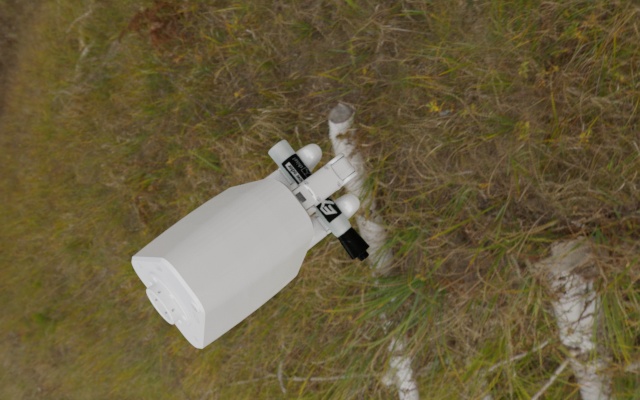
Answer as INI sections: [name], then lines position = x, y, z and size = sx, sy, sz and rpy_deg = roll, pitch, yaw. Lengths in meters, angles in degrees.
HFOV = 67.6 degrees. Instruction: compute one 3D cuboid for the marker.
[marker]
position = 0.000, 0.001, 0.403
size = 0.020, 0.121, 0.020
rpy_deg = -38, -1, -1
